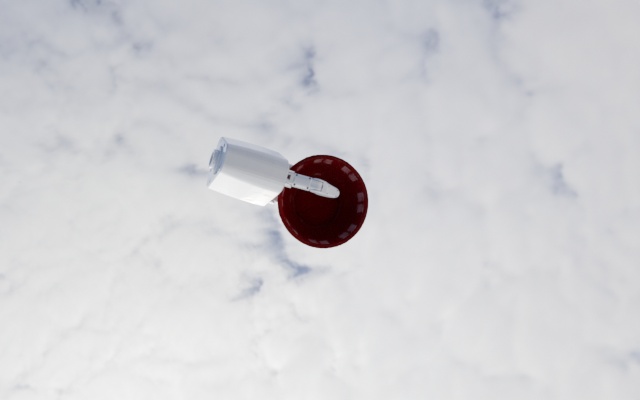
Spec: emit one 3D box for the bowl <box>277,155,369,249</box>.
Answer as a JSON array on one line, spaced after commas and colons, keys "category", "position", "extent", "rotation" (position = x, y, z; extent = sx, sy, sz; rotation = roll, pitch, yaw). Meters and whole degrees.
[{"category": "bowl", "position": [0.001, 0.003, 0.841], "extent": [0.162, 0.162, 0.055], "rotation": [0, -3, -14]}]
